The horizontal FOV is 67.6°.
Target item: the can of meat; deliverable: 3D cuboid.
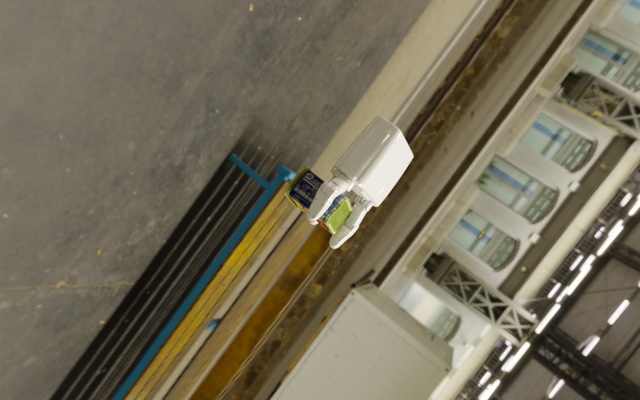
[{"bbox_3d":[0.000,0.003,0.753,0.084,0.057,0.102,37,-7,17],"label":"can of meat"}]
